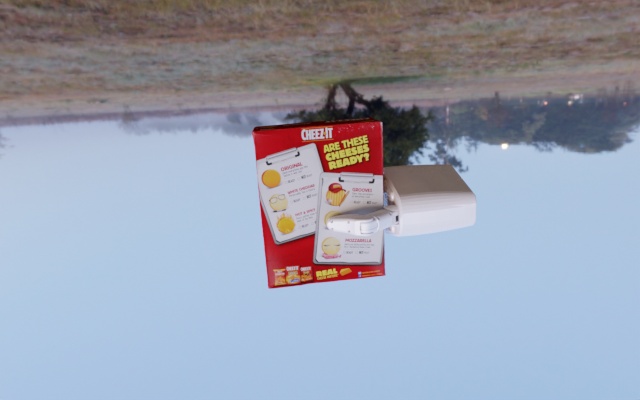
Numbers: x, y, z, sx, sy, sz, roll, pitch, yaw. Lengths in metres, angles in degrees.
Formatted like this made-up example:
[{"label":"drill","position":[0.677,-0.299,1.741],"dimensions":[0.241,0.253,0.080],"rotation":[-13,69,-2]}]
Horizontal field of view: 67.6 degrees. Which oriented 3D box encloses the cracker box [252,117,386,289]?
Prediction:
[{"label":"cracker box","position":[0.000,0.002,0.646],"dimensions":[0.164,0.214,0.072],"rotation":[-6,16,-6]}]
